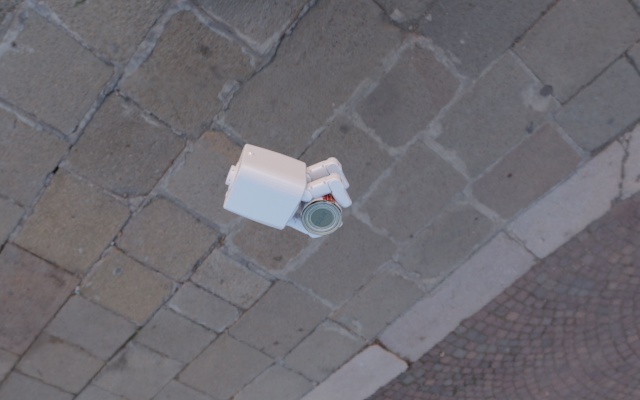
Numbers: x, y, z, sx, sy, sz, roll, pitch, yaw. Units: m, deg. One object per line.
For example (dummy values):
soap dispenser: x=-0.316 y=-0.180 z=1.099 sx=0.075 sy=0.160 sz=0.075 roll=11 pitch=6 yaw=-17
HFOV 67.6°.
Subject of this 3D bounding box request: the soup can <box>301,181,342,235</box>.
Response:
soup can: x=0.001 y=0.003 z=0.798 sx=0.068 sy=0.068 sz=0.102 roll=0 pitch=32 yaw=-3
